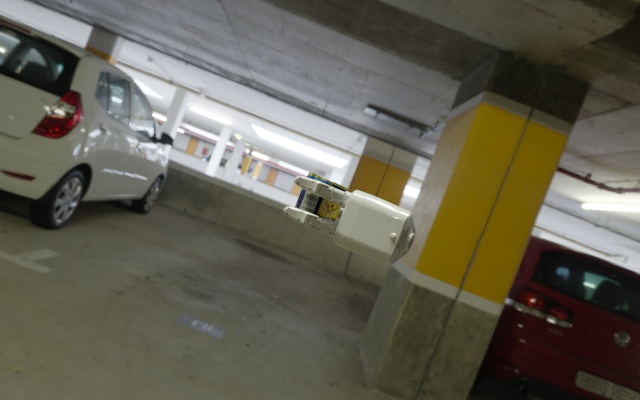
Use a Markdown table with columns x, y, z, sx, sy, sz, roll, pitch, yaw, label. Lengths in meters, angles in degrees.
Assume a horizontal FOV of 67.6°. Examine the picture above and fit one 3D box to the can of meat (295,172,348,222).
| x | y | z | sx | sy | sz | roll | pitch | yaw | label |
| --- | --- | --- | --- | --- | --- | --- | --- | --- | --- |
| 0.000 | 0.002 | 0.856 | 0.057 | 0.084 | 0.102 | 22 | 0 | 27 | can of meat |
